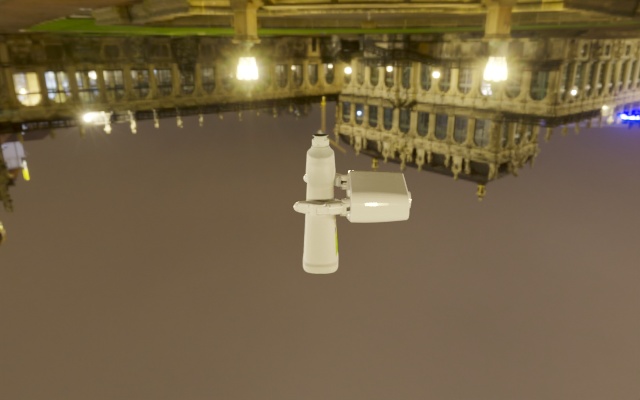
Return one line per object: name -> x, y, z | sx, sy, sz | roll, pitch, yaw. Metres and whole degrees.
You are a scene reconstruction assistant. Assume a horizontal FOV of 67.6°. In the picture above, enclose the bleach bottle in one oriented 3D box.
bleach bottle -> 0.000, 0.003, 0.899 | 0.068, 0.251, 0.102 | 0, 18, 1
